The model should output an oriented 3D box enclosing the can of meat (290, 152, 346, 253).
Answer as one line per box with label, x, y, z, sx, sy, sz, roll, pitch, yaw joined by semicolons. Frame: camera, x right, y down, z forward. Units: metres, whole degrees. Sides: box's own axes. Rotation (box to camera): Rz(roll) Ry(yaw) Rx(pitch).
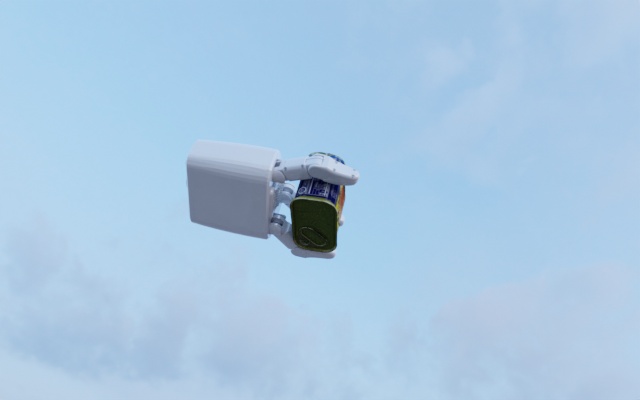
can of meat;0.000;0.002;0.605;0.057;0.084;0.102;8;-40;8
